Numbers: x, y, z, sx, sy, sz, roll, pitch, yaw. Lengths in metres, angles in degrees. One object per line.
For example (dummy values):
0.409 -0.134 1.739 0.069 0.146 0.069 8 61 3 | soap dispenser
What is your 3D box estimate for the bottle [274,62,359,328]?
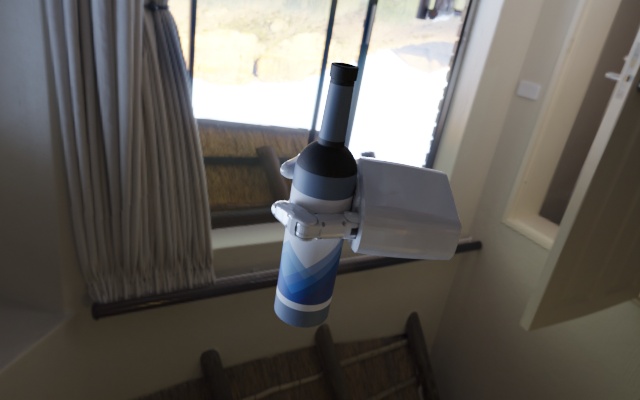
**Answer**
0.000 0.002 0.518 0.069 0.296 0.069 8 25 -4 | bottle
